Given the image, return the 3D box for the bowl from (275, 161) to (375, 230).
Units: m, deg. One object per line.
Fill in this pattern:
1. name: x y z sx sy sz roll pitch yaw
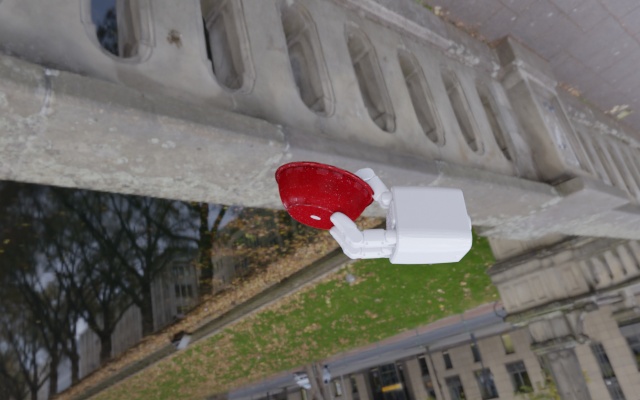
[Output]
1. bowl: -0.001 0.003 0.741 0.162 0.055 0.162 13 -22 5
